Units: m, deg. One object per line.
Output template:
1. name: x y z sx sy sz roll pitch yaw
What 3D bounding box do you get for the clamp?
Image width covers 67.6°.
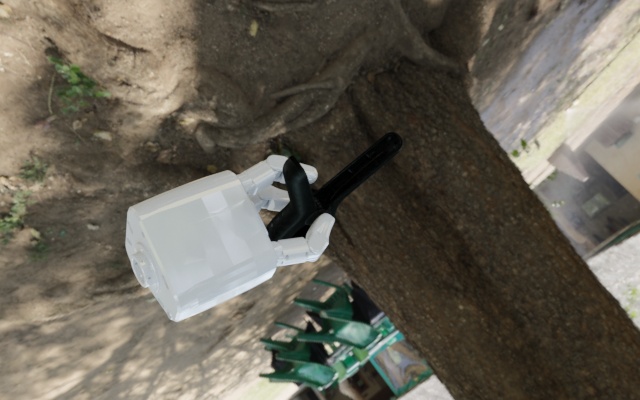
1. clamp: 0.000 0.003 0.550 0.164 0.036 0.210 -21 -24 -35
